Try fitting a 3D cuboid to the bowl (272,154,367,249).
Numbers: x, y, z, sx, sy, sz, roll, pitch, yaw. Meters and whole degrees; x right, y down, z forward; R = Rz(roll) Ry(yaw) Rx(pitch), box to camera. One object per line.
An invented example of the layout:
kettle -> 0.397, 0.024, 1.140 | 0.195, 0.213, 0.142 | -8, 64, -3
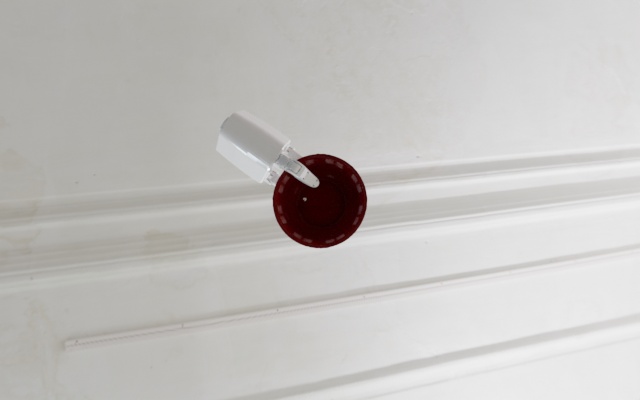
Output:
bowl -> 0.001, 0.004, 0.834 | 0.162, 0.162, 0.055 | 0, -6, 4
